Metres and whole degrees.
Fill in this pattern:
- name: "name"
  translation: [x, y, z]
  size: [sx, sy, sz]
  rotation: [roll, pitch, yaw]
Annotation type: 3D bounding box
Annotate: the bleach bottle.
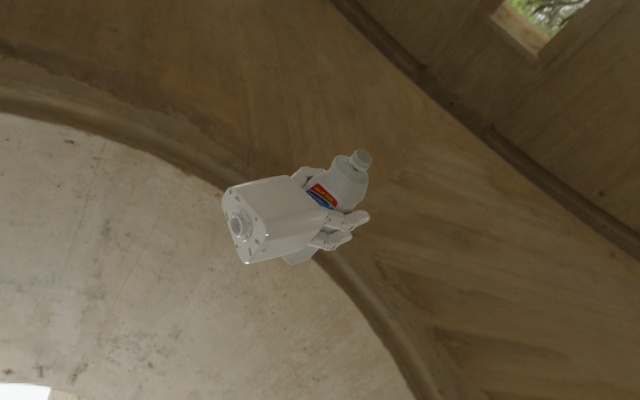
- name: "bleach bottle"
  translation: [0.000, 0.003, 0.784]
  size: [0.068, 0.102, 0.251]
  rotation: [-13, -28, -42]
